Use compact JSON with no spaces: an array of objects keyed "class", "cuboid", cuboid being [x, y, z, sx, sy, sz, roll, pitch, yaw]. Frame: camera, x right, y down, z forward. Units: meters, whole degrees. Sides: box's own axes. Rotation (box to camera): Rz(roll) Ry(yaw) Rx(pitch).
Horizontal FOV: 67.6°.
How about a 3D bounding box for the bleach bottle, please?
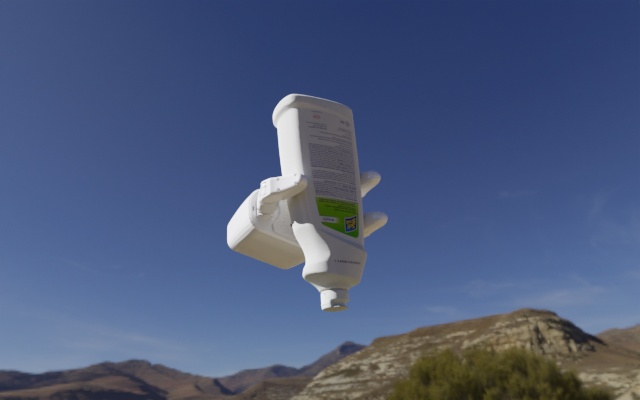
[{"class":"bleach bottle","cuboid":[0.000,0.002,0.562,0.102,0.250,0.068,7,-25,-25]}]
